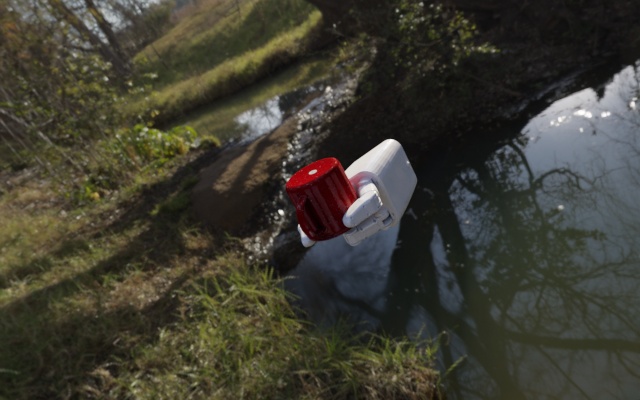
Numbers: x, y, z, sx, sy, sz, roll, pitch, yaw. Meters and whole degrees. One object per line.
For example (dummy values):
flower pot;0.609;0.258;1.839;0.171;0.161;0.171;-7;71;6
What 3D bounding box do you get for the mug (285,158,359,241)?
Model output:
mug;-0.001;0.003;0.638;0.093;0.081;0.117;-14;25;36
